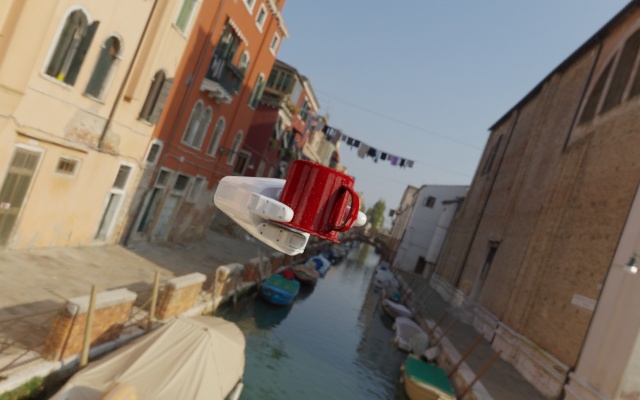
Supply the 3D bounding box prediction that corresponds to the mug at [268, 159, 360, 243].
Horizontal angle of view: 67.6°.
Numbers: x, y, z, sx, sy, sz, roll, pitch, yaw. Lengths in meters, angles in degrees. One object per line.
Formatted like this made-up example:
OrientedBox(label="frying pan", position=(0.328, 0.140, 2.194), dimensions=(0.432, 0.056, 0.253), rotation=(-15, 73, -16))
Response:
OrientedBox(label="mug", position=(0.001, 0.002, 0.580), dimensions=(0.093, 0.081, 0.117), rotation=(22, -4, -43))
